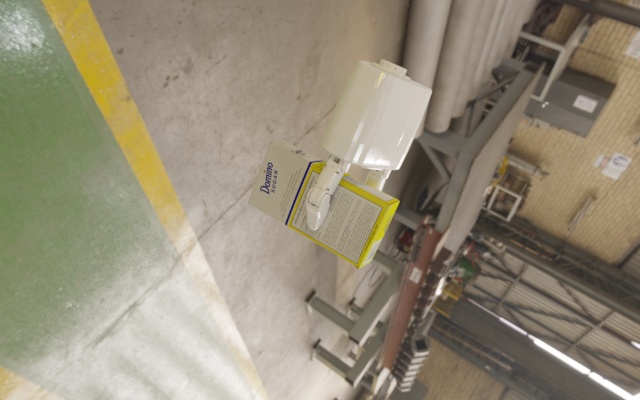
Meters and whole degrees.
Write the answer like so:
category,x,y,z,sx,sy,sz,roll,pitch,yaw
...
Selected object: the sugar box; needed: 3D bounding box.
category,x,y,z,sx,sy,sz,roll,pitch,yaw
sugar box,0.000,0.002,0.606,0.176,0.093,0.048,31,19,21
